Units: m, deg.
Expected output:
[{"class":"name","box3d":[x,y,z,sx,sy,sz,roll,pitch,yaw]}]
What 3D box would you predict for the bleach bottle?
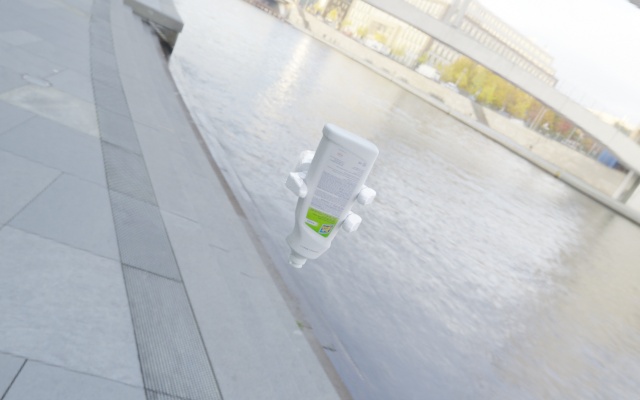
[{"class":"bleach bottle","box3d":[0.000,0.003,0.816,0.102,0.251,0.068,24,18,-11]}]
